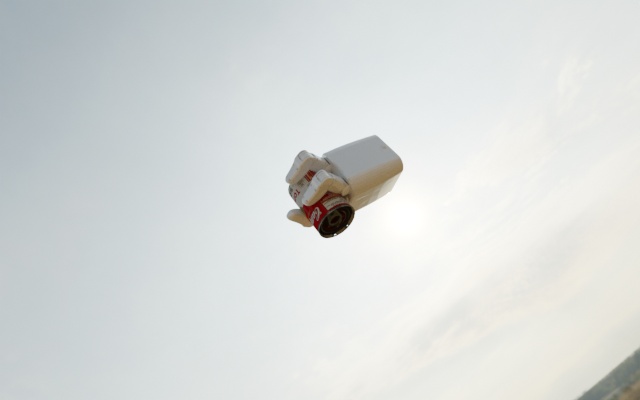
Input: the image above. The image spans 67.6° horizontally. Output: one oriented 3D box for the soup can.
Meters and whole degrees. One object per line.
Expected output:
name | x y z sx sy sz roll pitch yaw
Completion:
soup can | 0.000 0.003 0.774 0.068 0.068 0.102 0 39 -42
